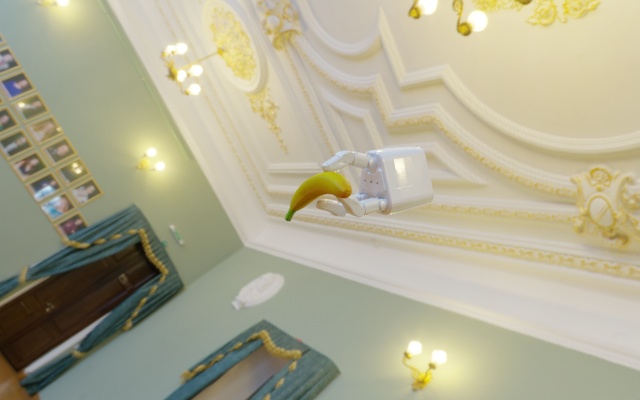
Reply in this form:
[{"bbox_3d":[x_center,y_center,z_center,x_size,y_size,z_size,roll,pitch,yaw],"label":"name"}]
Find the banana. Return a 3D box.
[{"bbox_3d":[0.000,-0.014,0.803,0.037,0.069,0.198,14,-21,-27],"label":"banana"}]
